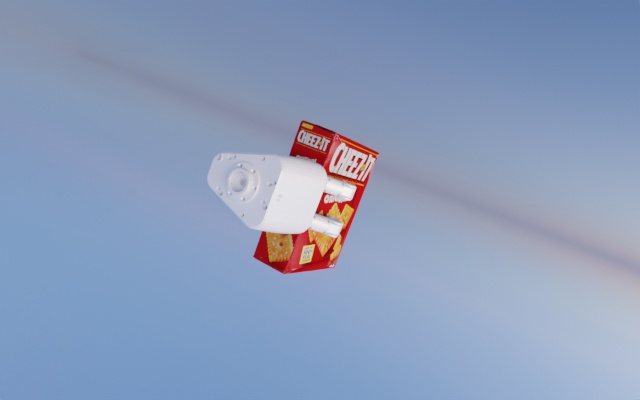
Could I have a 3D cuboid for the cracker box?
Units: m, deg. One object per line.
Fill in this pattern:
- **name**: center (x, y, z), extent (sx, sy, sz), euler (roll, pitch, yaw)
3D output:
- **cracker box**: center (0.000, 0.003, 0.742), extent (0.072, 0.214, 0.164), euler (24, 7, 28)
